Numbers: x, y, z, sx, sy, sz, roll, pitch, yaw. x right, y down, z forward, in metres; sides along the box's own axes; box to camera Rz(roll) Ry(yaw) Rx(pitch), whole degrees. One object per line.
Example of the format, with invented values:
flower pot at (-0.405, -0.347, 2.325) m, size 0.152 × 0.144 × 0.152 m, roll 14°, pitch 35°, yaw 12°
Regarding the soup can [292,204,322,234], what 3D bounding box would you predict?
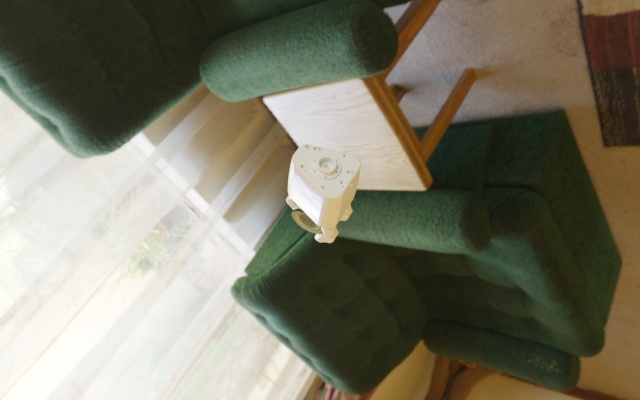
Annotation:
soup can at (0.000, 0.003, 0.899) m, size 0.068 × 0.102 × 0.068 m, roll 26°, pitch -28°, yaw 15°
